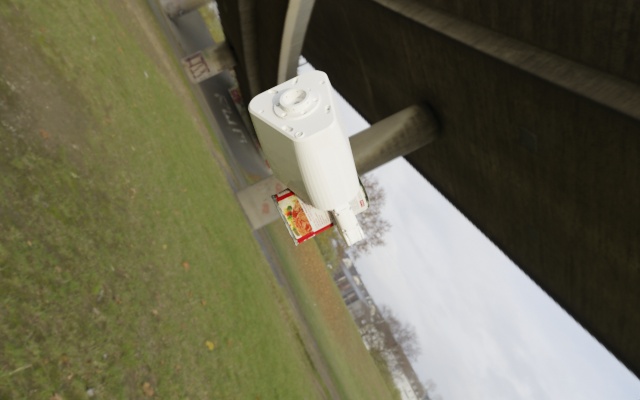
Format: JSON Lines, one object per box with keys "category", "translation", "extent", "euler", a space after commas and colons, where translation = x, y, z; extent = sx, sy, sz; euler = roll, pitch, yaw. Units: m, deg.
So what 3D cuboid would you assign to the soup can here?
{"category": "soup can", "translation": [0.001, 0.002, 0.583], "extent": [0.102, 0.068, 0.068], "euler": [-27, 3, -6]}
